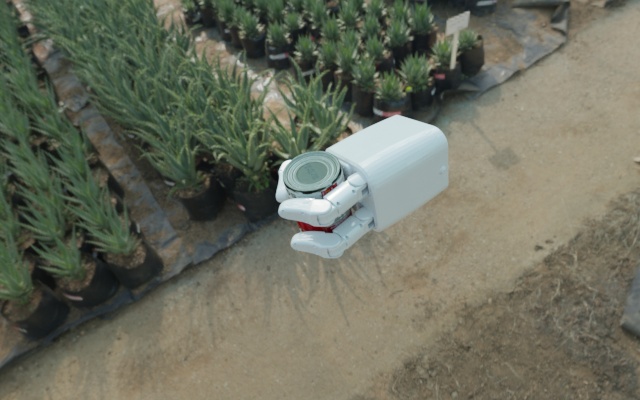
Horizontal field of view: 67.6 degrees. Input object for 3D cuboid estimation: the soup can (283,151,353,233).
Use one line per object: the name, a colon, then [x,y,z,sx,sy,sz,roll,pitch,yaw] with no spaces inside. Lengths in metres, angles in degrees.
soup can: [0.000,0.002,0.554,0.068,0.068,0.102,0,-43,15]
